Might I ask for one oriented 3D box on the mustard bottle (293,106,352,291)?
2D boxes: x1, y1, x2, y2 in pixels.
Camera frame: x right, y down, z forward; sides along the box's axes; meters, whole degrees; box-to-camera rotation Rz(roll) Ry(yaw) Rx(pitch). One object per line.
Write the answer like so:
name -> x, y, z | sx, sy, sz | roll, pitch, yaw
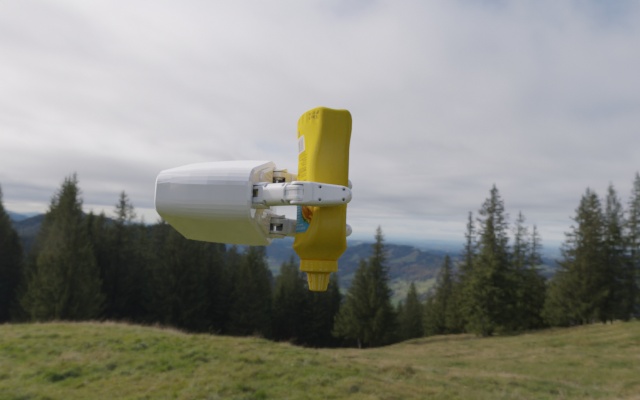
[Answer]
mustard bottle -> 0.000, 0.001, 0.523 | 0.058, 0.191, 0.096 | 4, -7, -16
